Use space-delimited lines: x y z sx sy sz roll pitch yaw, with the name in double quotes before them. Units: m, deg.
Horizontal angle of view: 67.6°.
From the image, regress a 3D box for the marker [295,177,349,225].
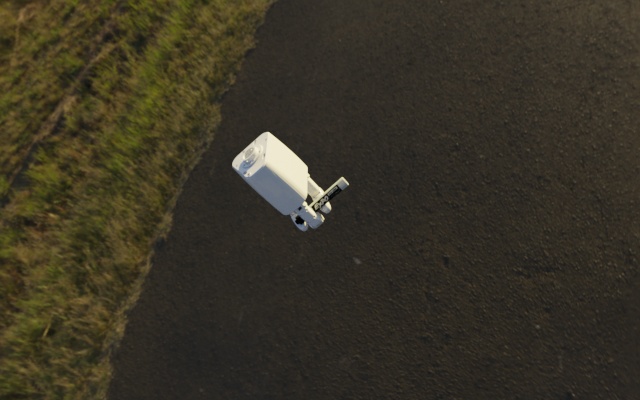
"marker" 0.000 0.003 0.879 0.121 0.020 0.020 -40 -8 9
